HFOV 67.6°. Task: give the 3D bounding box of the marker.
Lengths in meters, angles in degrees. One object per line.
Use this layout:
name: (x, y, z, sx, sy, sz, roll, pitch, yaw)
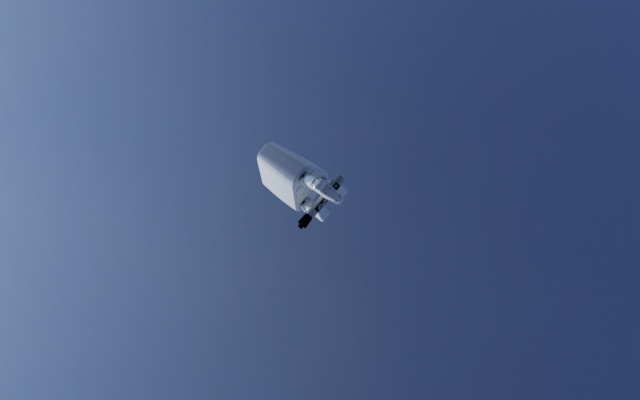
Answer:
marker: (0.000, 0.003, 0.866, 0.020, 0.121, 0.020, 38, -10, 8)
